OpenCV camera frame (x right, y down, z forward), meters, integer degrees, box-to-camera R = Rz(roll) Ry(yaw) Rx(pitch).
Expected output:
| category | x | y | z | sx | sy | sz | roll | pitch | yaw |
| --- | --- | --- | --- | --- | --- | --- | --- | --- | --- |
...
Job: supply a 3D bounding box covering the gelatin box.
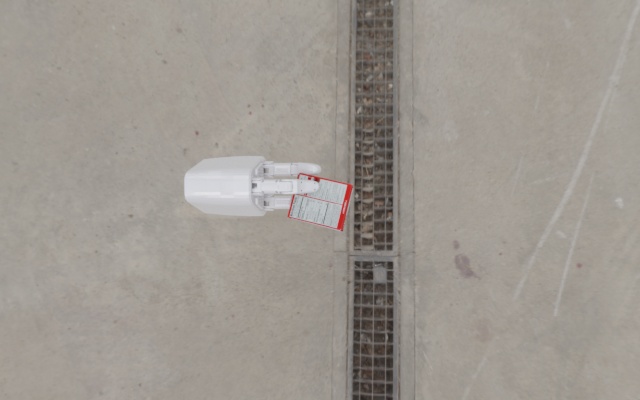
| category | x | y | z | sx | sy | sz | roll | pitch | yaw |
| --- | --- | --- | --- | --- | --- | --- | --- | --- | --- |
| gelatin box | 0.000 | 0.002 | 0.743 | 0.089 | 0.073 | 0.030 | 13 | -6 | 9 |
